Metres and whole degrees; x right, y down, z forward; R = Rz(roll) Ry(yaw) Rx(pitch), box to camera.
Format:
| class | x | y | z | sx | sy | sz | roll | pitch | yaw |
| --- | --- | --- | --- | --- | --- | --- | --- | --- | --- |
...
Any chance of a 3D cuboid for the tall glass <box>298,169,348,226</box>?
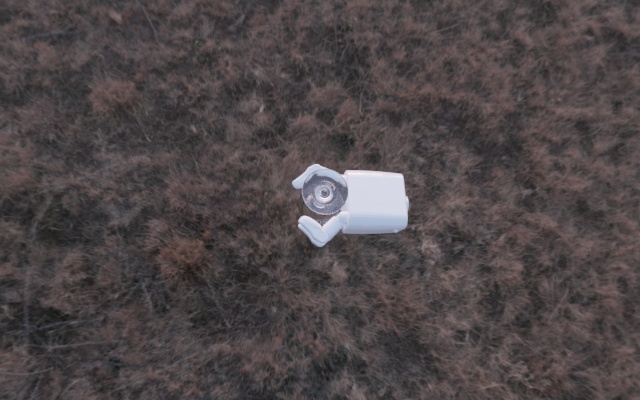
| class | x | y | z | sx | sy | sz | roll | pitch | yaw |
| --- | --- | --- | --- | --- | --- | --- | --- | --- | --- |
| tall glass | 0.000 | 0.003 | 0.854 | 0.079 | 0.079 | 0.201 | 0 | -10 | -5 |
